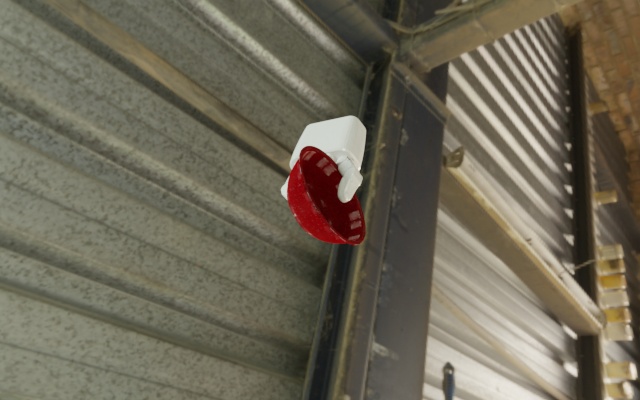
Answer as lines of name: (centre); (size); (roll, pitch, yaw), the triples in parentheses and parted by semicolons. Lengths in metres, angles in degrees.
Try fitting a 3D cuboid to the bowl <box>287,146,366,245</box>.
bowl: (-0.001, 0.003, 0.700); (0.055, 0.162, 0.162); (-30, -13, 23)
